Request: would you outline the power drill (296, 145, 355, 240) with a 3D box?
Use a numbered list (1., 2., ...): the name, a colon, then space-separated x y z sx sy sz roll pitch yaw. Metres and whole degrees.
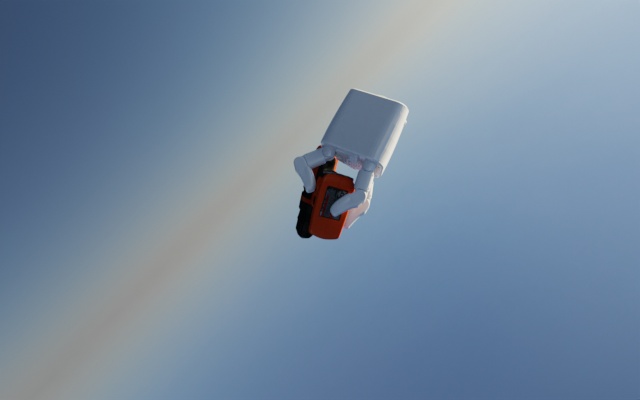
1. power drill: 0.000 0.003 0.833 0.057 0.184 0.187 12 13 -13
